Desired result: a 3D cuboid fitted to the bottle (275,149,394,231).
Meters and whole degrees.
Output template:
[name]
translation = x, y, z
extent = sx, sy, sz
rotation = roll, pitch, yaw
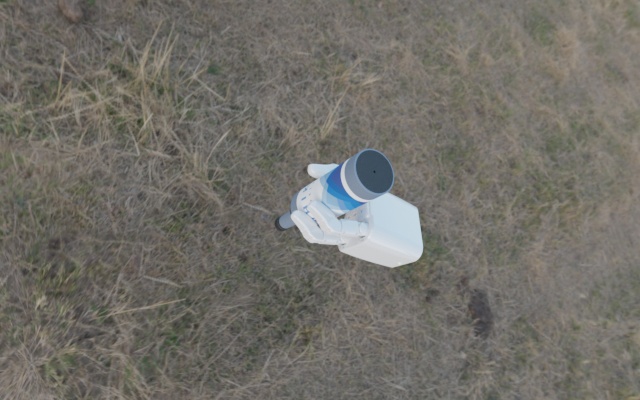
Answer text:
[bottle]
translation = 0.000, 0.002, 0.762
extent = 0.069, 0.069, 0.296
rotation = 0, -16, -31
